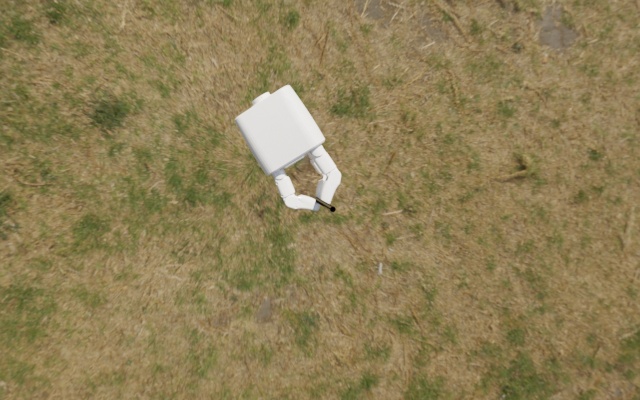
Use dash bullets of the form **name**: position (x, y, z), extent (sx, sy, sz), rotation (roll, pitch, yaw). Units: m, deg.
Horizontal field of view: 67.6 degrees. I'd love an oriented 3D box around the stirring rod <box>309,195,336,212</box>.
- **stirring rod**: position (0.000, 0.002, 0.759), extent (0.011, 0.011, 0.239), rotation (0, 4, -8)
